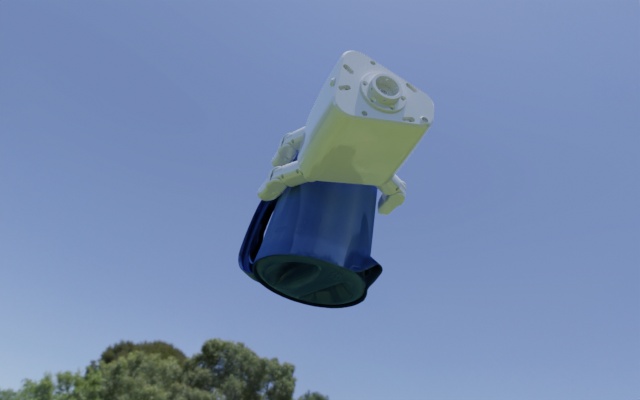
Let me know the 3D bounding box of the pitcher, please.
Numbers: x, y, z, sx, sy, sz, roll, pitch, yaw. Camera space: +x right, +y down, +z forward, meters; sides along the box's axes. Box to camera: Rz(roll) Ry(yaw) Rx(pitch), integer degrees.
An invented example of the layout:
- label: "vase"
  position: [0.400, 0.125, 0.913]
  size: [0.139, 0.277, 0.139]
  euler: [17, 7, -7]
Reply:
- label: "pitcher"
  position: [0.000, 0.002, 0.604]
  size: [0.149, 0.242, 0.145]
  euler: [20, -34, -9]
